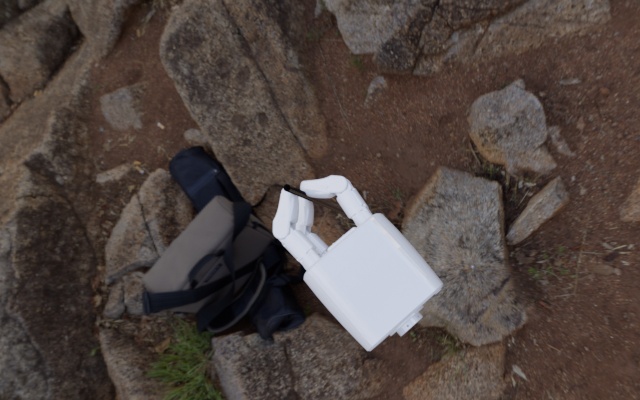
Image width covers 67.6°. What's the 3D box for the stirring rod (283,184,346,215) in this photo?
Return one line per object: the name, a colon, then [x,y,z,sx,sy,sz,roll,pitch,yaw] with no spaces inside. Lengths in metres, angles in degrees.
stirring rod: [0.000,0.002,0.626,0.011,0.011,0.239,0,-8,18]
